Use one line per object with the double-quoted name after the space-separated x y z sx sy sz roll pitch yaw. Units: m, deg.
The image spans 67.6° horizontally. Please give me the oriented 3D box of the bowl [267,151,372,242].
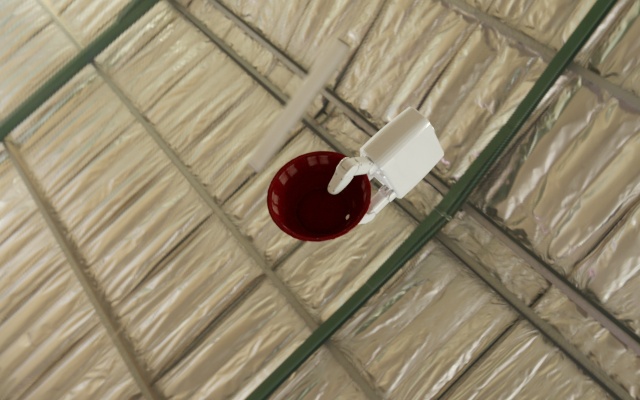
-0.001 0.003 0.751 0.162 0.162 0.055 0 -30 8 "bowl"
